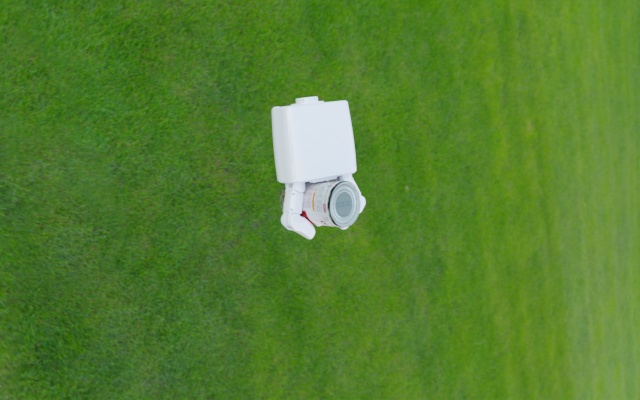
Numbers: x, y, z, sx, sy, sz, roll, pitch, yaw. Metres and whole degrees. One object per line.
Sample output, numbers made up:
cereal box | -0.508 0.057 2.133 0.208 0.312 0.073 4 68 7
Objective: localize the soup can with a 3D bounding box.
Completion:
soup can | 0.000 0.003 0.701 0.068 0.068 0.102 0 3 -45
